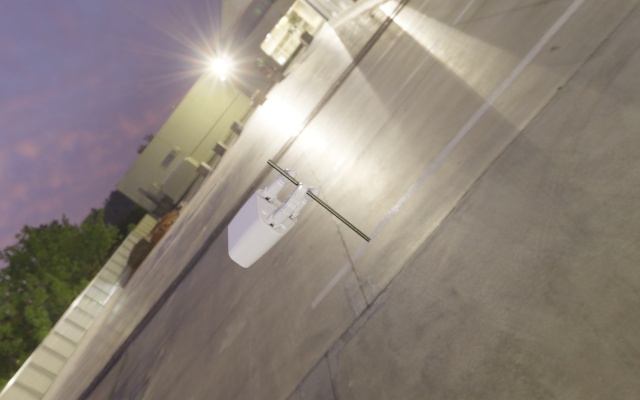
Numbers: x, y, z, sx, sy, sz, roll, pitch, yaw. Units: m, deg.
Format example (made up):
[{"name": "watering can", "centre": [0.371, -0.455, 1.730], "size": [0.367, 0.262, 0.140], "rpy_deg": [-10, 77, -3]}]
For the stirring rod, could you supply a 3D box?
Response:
[{"name": "stirring rod", "centre": [0.000, 0.003, 0.863], "size": [0.239, 0.011, 0.011], "rpy_deg": [38, -12, -15]}]
